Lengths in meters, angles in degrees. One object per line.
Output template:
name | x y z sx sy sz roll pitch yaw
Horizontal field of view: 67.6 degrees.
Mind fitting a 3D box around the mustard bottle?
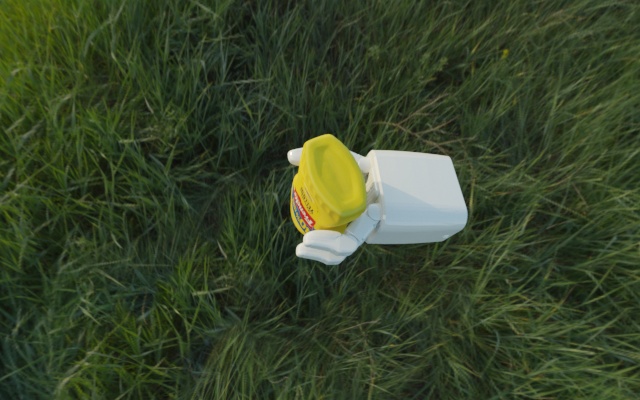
mustard bottle | 0.000 0.002 0.586 0.058 0.096 0.192 -23 -13 -17
